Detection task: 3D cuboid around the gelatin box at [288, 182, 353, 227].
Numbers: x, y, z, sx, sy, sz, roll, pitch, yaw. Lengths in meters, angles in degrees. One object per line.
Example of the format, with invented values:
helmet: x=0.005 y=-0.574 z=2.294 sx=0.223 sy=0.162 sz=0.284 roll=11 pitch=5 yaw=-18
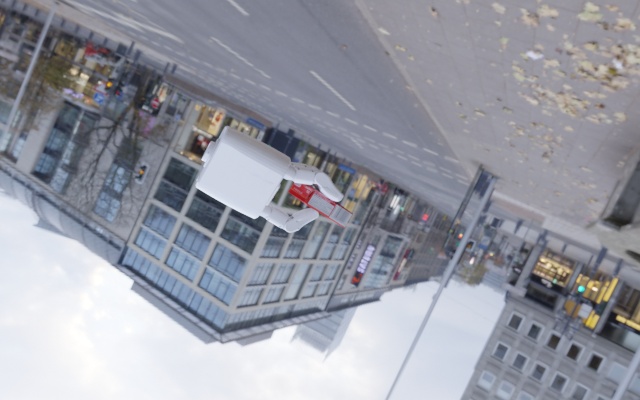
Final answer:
gelatin box: x=0.000 y=0.003 z=0.785 sx=0.089 sy=0.030 sz=0.073 roll=32 pitch=1 yaw=-30
